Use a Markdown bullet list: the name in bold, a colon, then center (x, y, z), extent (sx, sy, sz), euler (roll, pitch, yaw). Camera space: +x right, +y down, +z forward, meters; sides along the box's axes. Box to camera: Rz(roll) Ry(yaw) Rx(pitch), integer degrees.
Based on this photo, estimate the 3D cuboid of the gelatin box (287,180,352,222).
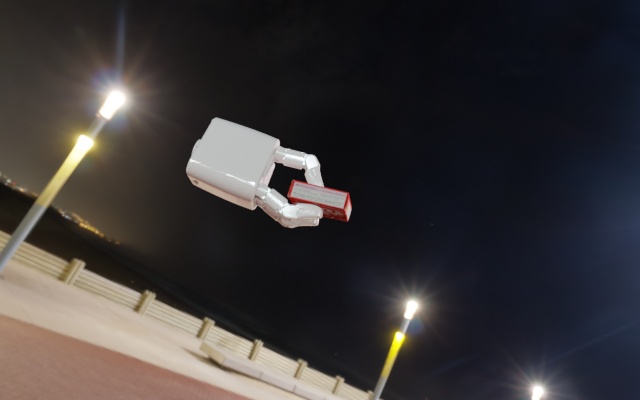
- **gelatin box**: center (0.001, 0.002, 0.725), extent (0.089, 0.030, 0.073), euler (12, -15, 10)
